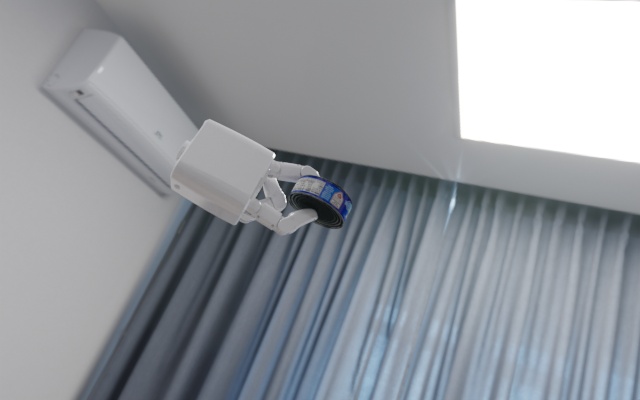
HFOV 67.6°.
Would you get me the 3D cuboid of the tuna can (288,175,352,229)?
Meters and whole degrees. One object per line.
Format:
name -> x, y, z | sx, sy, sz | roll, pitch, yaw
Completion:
tuna can -> 0.000, 0.002, 0.662 | 0.086, 0.033, 0.086 | 24, -23, 11
